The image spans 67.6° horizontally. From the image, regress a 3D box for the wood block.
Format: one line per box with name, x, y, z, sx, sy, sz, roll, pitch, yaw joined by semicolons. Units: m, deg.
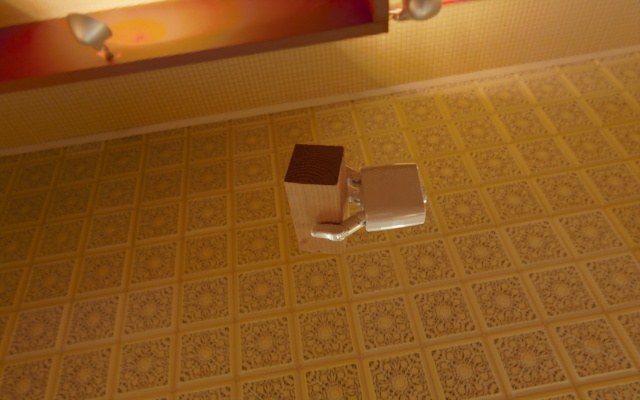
wood block;0.000;0.003;0.871;0.090;0.090;0.206;4;-38;11
